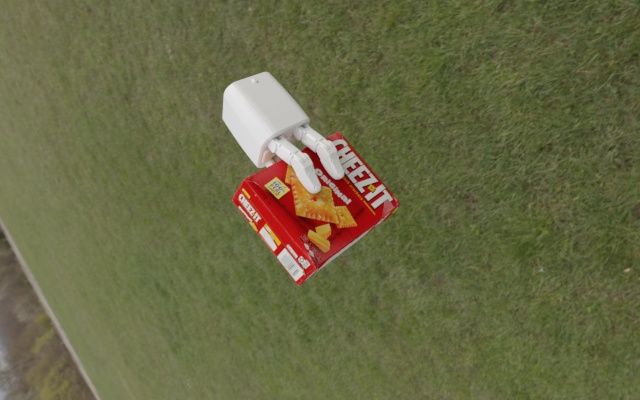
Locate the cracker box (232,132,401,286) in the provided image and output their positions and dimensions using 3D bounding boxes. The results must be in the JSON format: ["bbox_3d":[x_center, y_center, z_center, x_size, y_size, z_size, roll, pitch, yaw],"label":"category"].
[{"bbox_3d":[0.000,0.003,0.738,0.213,0.164,0.072,-32,-11,-39],"label":"cracker box"}]
